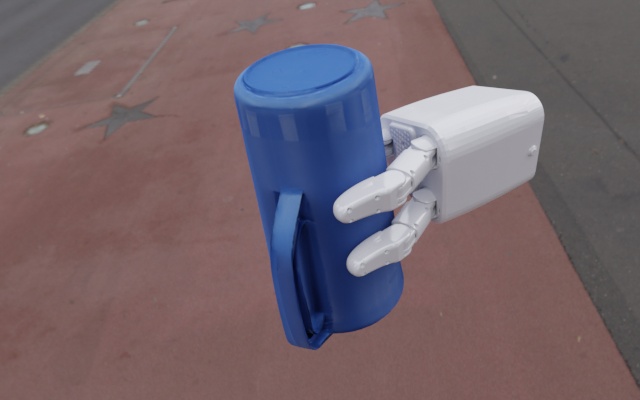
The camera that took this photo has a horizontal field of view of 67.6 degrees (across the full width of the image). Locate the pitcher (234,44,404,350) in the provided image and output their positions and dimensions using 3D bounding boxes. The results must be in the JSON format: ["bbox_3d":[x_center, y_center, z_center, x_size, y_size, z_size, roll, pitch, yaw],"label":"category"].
[{"bbox_3d":[0.000,0.001,0.422,0.145,0.243,0.149,-22,38,-14],"label":"pitcher"}]
